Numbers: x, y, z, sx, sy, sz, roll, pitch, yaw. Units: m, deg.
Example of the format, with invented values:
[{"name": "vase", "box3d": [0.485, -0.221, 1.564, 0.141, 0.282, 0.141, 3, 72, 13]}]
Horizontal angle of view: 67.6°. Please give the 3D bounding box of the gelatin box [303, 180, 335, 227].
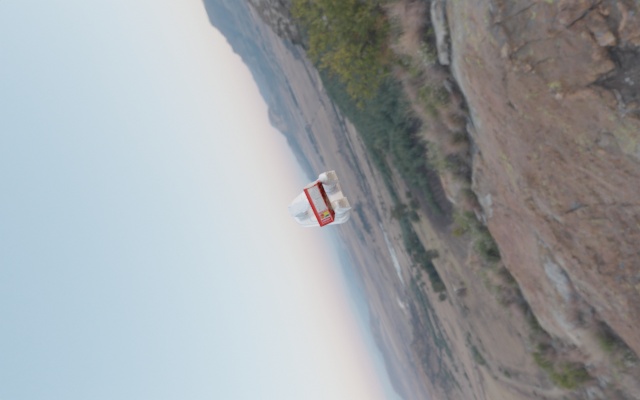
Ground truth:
[{"name": "gelatin box", "box3d": [0.000, 0.003, 0.852, 0.030, 0.073, 0.089, -24, 5, 6]}]
